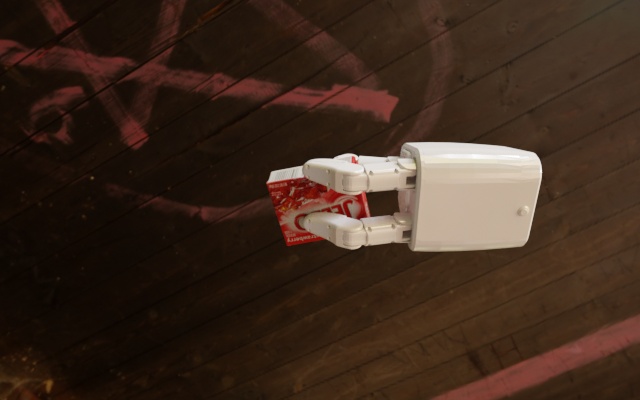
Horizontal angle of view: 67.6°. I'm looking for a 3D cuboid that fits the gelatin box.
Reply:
[{"bbox_3d":[0.000,0.001,0.470,0.089,0.073,0.030,-10,27,11],"label":"gelatin box"}]
